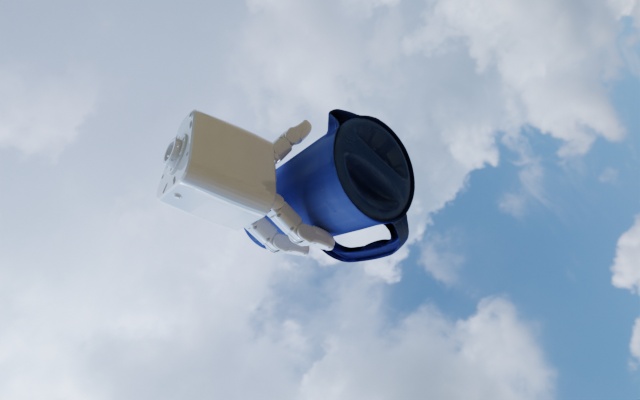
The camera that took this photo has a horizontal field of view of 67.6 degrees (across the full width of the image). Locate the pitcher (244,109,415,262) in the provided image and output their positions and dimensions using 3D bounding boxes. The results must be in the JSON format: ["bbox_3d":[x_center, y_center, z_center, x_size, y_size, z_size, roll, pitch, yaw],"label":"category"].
[{"bbox_3d":[0.000,0.002,0.638,0.145,0.149,0.243,21,-29,-32],"label":"pitcher"}]
